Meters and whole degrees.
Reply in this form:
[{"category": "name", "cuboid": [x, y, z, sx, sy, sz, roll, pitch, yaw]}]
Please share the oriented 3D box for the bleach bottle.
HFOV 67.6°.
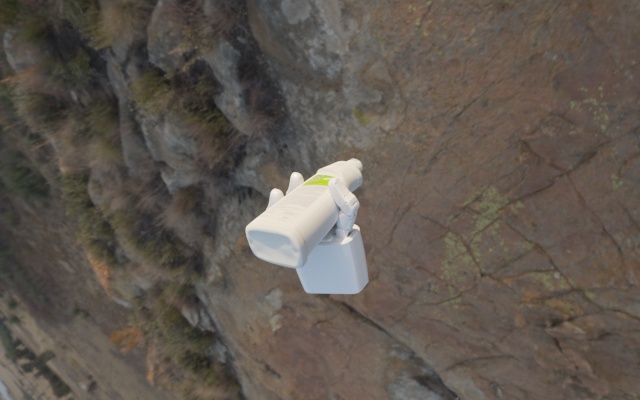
[{"category": "bleach bottle", "cuboid": [0.000, 0.002, 0.746, 0.102, 0.068, 0.250, 7, 34, 35]}]
